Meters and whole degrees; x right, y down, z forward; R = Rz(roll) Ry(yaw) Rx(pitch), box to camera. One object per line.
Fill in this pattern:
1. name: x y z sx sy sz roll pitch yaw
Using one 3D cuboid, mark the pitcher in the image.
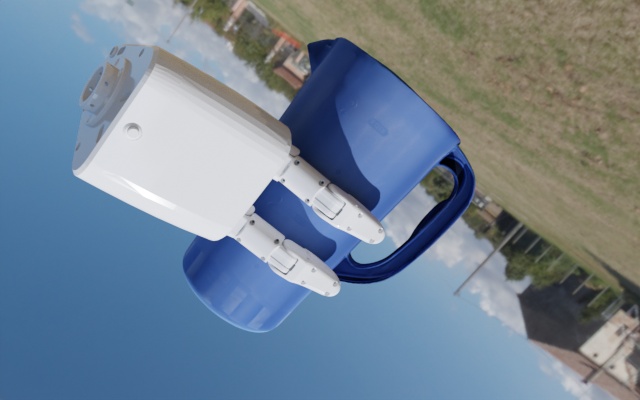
1. pitcher: 0.000 0.001 0.413 0.145 0.243 0.149 31 14 -40
